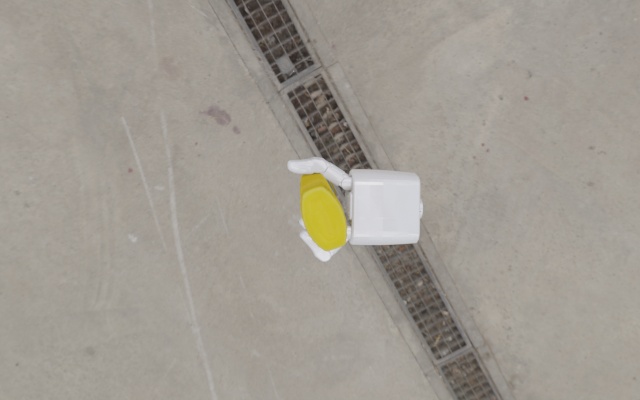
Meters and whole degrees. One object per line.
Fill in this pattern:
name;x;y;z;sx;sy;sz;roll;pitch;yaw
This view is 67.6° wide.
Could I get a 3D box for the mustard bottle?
mustard bottle;0.000;0.003;0.741;0.058;0.096;0.191;-22;15;3
